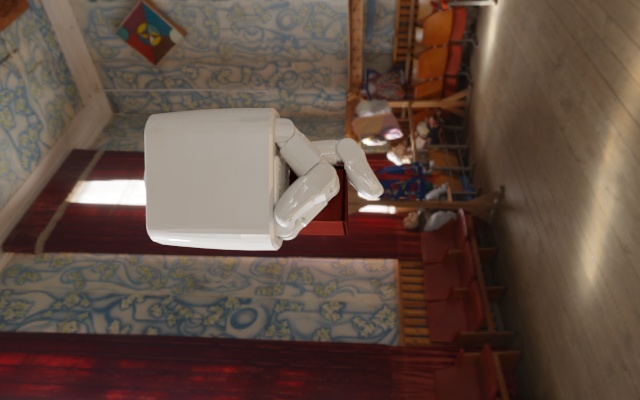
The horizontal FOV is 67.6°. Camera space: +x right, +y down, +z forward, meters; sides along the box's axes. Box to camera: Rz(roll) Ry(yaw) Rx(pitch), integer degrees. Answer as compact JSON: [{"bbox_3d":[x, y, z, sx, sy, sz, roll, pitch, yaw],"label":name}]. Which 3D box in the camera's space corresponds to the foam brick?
[{"bbox_3d":[0.000,0.002,0.457,0.051,0.053,0.078,0,-14,5],"label":"foam brick"}]
